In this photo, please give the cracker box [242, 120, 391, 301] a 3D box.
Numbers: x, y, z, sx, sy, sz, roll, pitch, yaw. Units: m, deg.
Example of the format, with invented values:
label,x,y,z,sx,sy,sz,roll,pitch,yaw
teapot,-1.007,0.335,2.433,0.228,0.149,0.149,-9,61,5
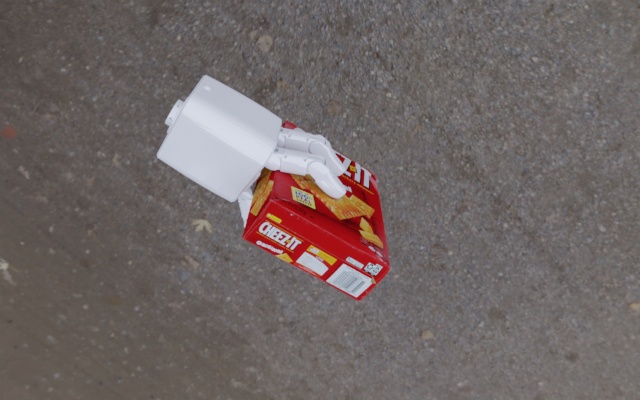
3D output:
label,x,y,z,sx,sy,sz,roll,pitch,yaw
cracker box,0.000,0.002,0.611,0.164,0.072,0.213,31,29,-17
